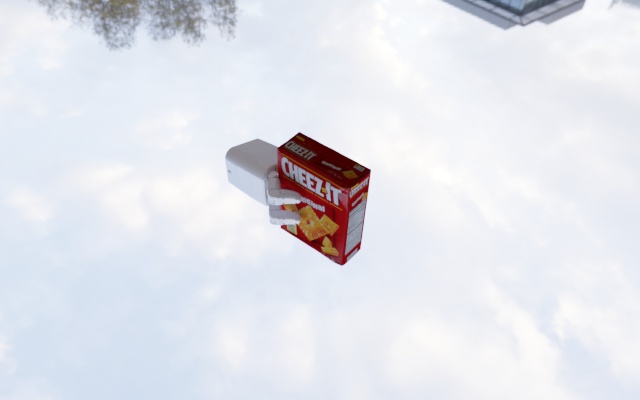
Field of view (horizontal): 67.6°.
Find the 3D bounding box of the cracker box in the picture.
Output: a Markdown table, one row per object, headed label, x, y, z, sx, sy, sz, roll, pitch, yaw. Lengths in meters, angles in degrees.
| label | x | y | z | sx | sy | sz | roll | pitch | yaw |
| --- | --- | --- | --- | --- | --- | --- | --- | --- | --- |
| cracker box | 0.000 | 0.003 | 0.892 | 0.164 | 0.214 | 0.072 | 30 | 52 | 25 |
